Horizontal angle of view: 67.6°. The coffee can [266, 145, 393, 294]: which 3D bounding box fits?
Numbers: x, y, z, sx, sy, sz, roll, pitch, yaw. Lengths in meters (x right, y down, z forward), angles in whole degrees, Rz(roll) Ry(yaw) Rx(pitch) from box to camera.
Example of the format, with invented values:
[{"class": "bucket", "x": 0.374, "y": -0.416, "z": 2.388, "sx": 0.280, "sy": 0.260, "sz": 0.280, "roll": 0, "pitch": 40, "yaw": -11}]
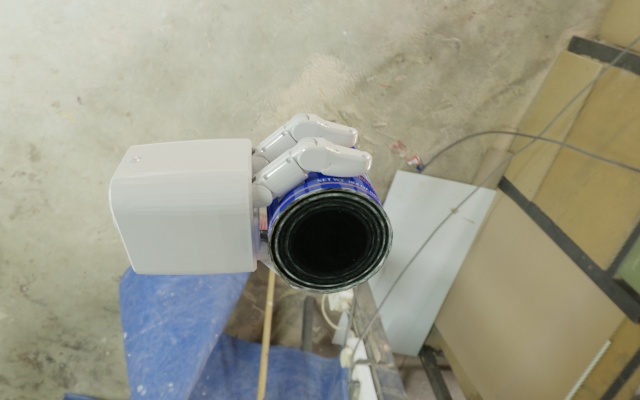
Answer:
[{"class": "coffee can", "x": 0.000, "y": 0.001, "z": 0.443, "sx": 0.103, "sy": 0.103, "sz": 0.140, "roll": 0, "pitch": 29, "yaw": -8}]
